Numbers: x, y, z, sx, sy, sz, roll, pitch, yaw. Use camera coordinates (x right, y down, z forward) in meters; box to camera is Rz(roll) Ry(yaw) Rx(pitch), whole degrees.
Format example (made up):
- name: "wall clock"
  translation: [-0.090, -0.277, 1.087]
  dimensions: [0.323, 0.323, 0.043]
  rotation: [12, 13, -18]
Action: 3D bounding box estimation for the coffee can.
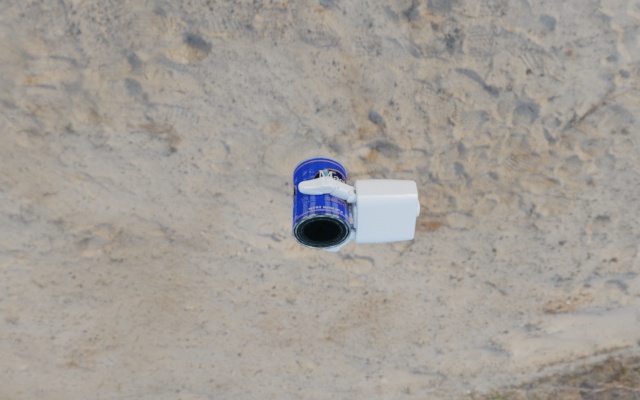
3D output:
- name: "coffee can"
  translation: [0.000, 0.003, 0.868]
  dimensions: [0.103, 0.140, 0.103]
  rotation: [-1, -40, -1]
